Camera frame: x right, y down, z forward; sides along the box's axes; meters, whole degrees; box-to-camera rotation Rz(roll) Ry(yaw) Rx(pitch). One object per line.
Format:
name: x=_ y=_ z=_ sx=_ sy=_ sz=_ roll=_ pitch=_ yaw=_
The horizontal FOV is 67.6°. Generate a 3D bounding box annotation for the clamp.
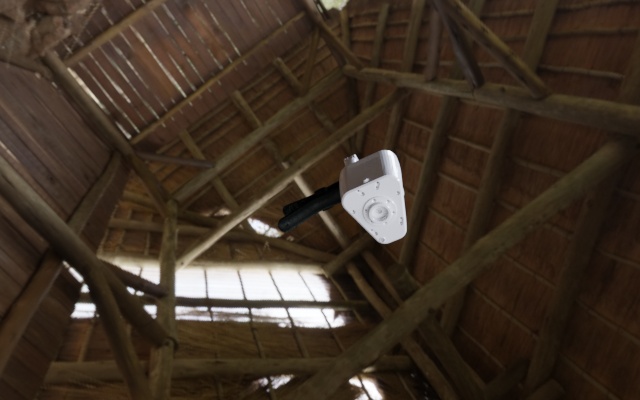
clamp: x=0.001 y=0.003 z=0.820 sx=0.171 sy=0.039 sz=0.120 roll=-27 pitch=16 yaw=14
